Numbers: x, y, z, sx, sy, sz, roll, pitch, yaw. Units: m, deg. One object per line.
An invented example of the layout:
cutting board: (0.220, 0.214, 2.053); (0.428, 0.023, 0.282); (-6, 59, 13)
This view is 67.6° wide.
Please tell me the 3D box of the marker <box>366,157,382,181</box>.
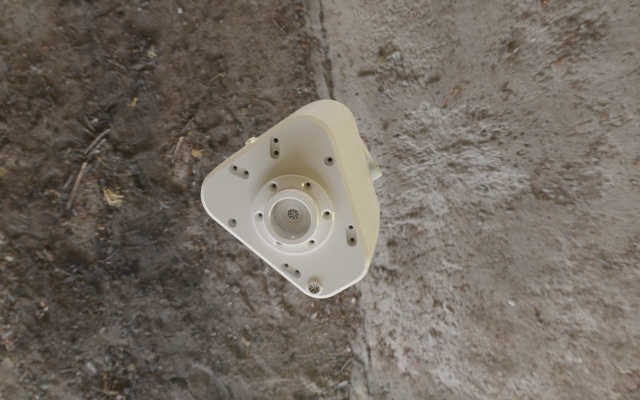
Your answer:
marker: (0.000, 0.001, 0.431); (0.121, 0.020, 0.020); (-33, -9, 15)
